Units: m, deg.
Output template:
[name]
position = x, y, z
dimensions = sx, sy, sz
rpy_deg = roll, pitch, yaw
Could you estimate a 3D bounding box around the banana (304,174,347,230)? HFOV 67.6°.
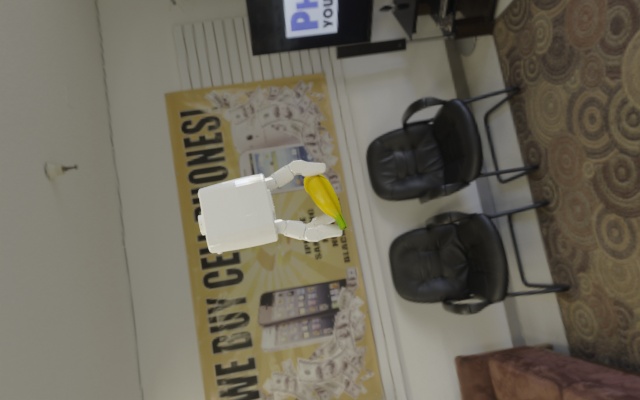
[banana]
position = -0.003, -0.013, 0.802
dimensions = 0.037, 0.070, 0.197
rpy_deg = -16, 22, -7
